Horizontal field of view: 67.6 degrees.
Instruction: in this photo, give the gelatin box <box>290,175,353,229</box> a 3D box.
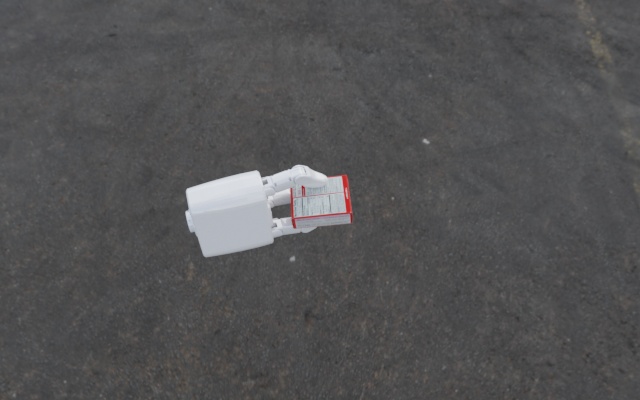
[{"bbox_3d":[0.000,0.002,0.711,0.089,0.073,0.030,-7,-39,2],"label":"gelatin box"}]
